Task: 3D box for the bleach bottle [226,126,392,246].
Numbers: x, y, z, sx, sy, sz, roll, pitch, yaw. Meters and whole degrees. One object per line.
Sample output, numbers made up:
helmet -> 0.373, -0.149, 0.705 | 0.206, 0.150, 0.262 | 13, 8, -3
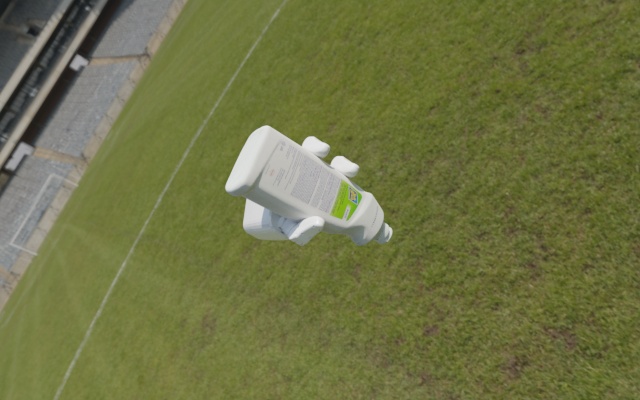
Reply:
bleach bottle -> 0.000, 0.002, 0.668 | 0.251, 0.102, 0.068 | 32, -21, -26
